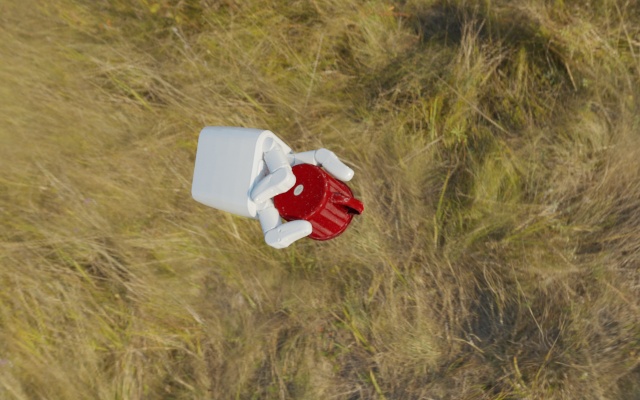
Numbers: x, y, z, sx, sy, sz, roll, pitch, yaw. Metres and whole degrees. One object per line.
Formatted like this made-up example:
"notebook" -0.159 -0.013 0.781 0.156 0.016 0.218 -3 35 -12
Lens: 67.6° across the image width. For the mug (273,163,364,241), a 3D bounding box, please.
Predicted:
"mug" 0.001 0.002 0.633 0.117 0.093 0.081 9 -13 28
